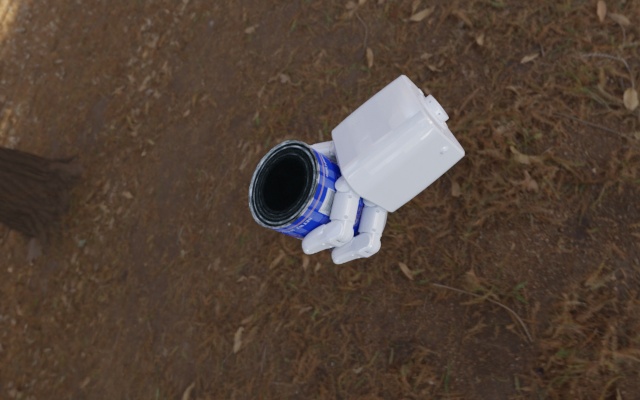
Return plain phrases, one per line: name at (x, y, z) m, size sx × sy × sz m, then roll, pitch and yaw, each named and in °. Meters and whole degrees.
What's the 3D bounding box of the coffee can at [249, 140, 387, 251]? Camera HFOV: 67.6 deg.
coffee can at (0.000, 0.002, 0.570) m, size 0.103 × 0.102 × 0.140 m, roll 0°, pitch -17°, yaw 40°
